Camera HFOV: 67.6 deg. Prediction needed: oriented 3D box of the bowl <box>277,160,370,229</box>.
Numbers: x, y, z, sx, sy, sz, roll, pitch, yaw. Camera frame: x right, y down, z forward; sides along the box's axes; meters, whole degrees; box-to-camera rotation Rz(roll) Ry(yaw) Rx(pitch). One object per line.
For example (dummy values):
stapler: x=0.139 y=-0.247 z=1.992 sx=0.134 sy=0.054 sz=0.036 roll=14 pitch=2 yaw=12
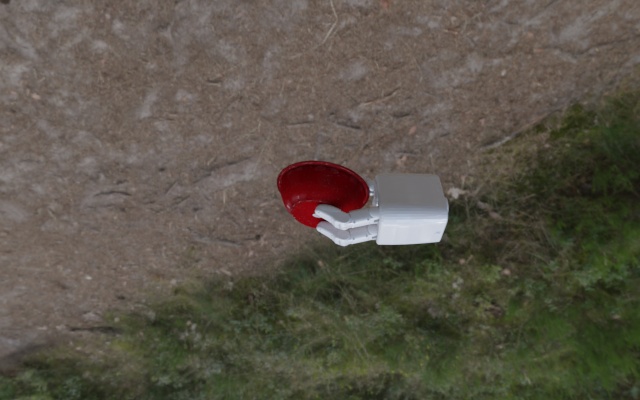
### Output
bowl: x=-0.001 y=0.003 z=0.805 sx=0.162 sy=0.055 sz=0.162 roll=8 pitch=-32 yaw=5
